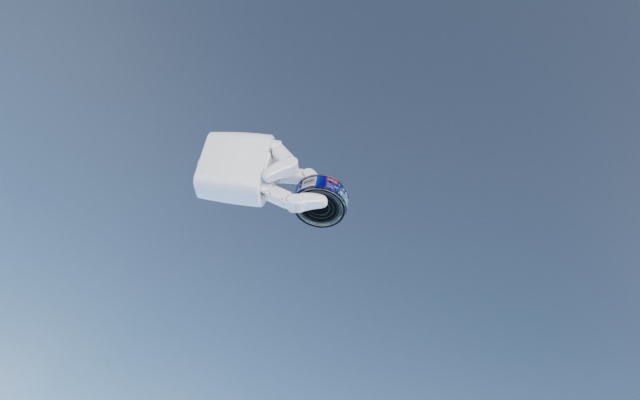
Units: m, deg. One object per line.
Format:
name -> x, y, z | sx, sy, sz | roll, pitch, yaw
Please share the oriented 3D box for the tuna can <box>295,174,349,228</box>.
tuna can -> 0.000, 0.003, 0.743 | 0.086, 0.086, 0.033 | 0, 41, 10
